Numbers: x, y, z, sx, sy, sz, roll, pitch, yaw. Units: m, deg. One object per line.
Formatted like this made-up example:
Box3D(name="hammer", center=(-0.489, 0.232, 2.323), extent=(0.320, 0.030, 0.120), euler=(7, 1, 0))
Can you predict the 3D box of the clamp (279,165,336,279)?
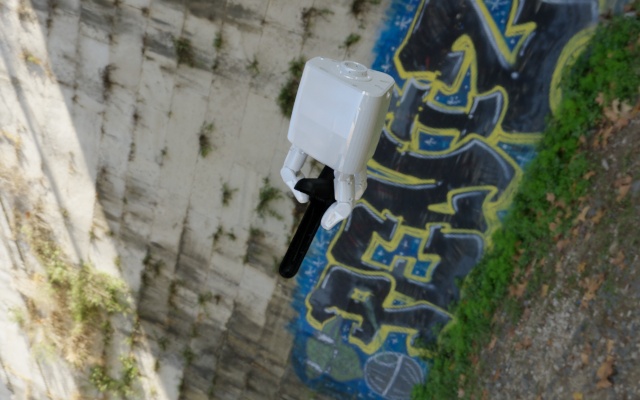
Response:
Box3D(name="clamp", center=(0.000, 0.001, 0.671), extent=(0.036, 0.165, 0.210), euler=(24, 34, 11))
